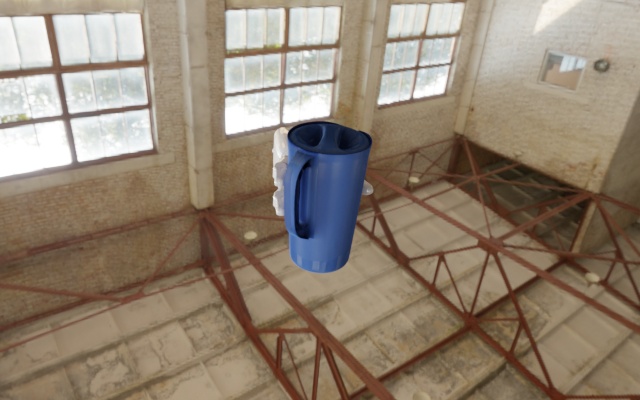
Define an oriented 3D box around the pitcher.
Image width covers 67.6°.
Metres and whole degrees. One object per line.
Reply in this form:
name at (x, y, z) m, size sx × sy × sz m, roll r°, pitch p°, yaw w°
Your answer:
pitcher at (0.000, 0.002, 0.794) m, size 0.149 × 0.243 × 0.145 m, roll -4°, pitch 31°, yaw -14°
